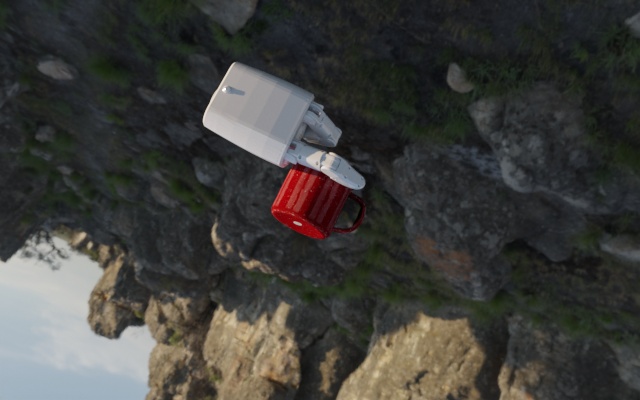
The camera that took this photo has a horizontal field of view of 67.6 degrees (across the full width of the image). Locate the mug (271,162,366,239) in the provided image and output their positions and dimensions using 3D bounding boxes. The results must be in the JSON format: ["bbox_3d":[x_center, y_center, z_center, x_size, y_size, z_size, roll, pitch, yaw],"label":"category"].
[{"bbox_3d":[0.001,0.003,0.610,0.117,0.081,0.093,26,-16,0],"label":"mug"}]
